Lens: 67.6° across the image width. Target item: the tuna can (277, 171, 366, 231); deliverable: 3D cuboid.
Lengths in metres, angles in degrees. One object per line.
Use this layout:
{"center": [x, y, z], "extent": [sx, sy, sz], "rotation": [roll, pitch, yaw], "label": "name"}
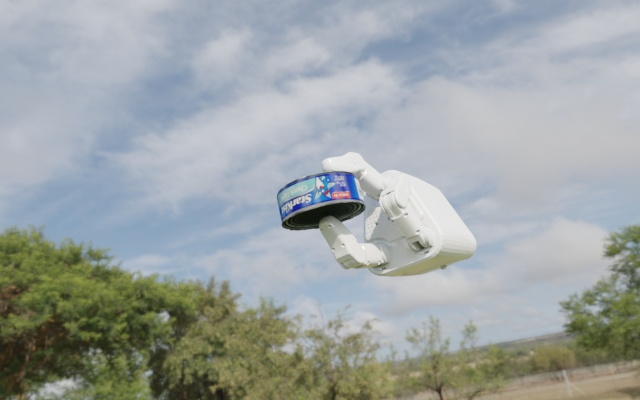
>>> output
{"center": [0.000, 0.001, 0.478], "extent": [0.086, 0.033, 0.086], "rotation": [-12, -16, -4], "label": "tuna can"}
